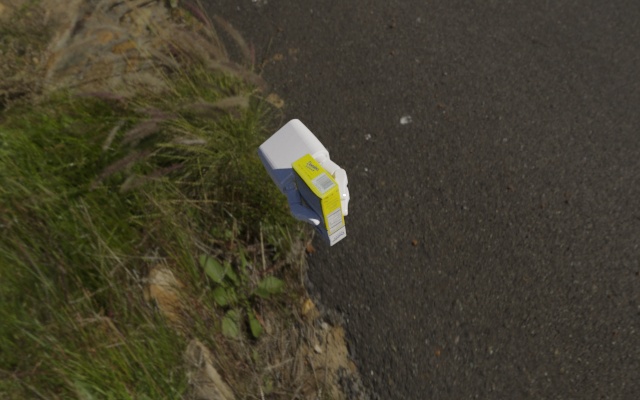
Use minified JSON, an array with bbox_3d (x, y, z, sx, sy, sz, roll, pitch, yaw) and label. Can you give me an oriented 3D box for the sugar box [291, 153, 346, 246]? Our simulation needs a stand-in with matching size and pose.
[{"bbox_3d":[0.000,0.002,0.878,0.048,0.093,0.176,-34,-30,-11],"label":"sugar box"}]
